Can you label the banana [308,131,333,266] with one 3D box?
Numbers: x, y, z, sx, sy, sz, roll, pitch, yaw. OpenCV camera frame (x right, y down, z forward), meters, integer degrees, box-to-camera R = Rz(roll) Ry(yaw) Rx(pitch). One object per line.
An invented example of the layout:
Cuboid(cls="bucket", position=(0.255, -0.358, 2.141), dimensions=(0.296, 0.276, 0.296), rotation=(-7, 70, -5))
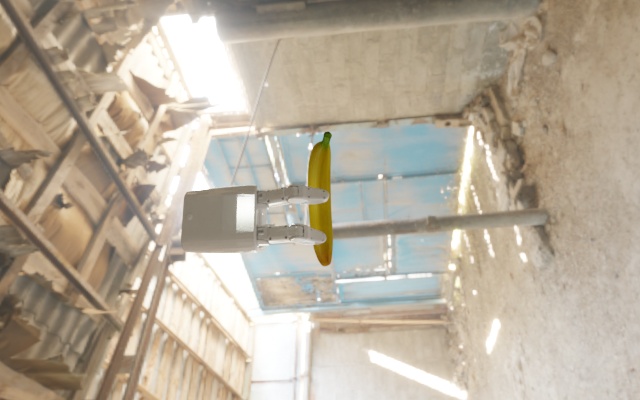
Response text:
Cuboid(cls="banana", position=(0.000, -0.002, 0.725), dimensions=(0.037, 0.198, 0.069), rotation=(-1, 3, -2))
